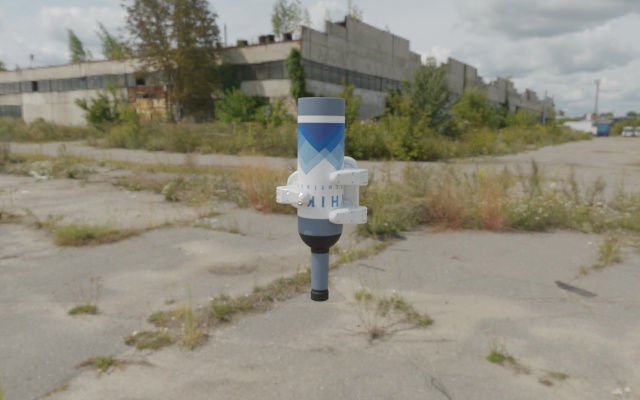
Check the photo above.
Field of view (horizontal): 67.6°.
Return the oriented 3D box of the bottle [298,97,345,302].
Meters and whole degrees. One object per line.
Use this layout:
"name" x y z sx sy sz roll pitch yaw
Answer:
"bottle" 0.000 0.002 0.695 0.069 0.296 0.069 1 9 0
